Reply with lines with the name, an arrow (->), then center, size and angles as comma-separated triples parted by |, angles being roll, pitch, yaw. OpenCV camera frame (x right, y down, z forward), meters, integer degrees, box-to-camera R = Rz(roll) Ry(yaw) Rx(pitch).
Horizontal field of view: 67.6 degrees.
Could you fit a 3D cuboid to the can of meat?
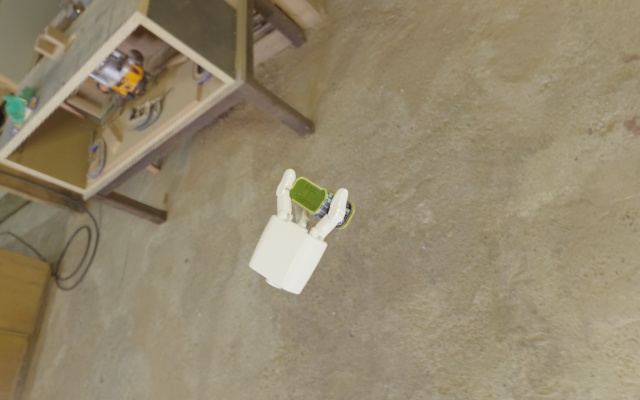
can of meat -> 0.000, 0.003, 0.900 | 0.084, 0.057, 0.102 | 29, 2, -44
